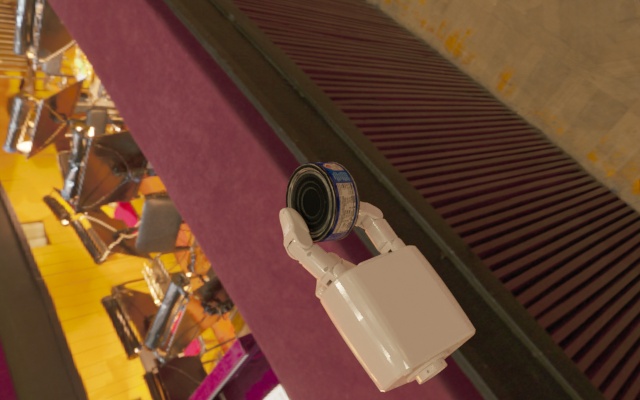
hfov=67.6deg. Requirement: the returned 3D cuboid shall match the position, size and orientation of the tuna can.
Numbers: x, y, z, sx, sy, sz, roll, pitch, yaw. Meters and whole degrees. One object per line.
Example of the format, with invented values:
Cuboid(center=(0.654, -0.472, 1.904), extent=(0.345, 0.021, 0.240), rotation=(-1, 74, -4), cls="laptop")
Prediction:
Cuboid(center=(0.000, 0.002, 0.507), extent=(0.034, 0.086, 0.086), rotation=(-4, 3, -40), cls="tuna can")
